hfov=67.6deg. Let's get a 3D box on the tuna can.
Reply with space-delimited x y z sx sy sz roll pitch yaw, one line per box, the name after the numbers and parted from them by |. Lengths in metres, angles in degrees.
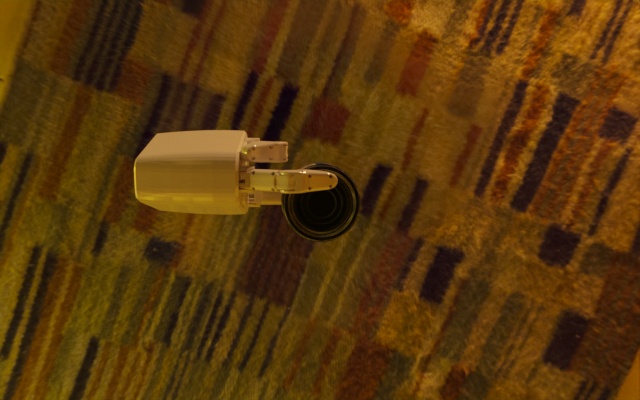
0.000 0.002 0.524 0.086 0.086 0.033 0 6 -6 | tuna can
